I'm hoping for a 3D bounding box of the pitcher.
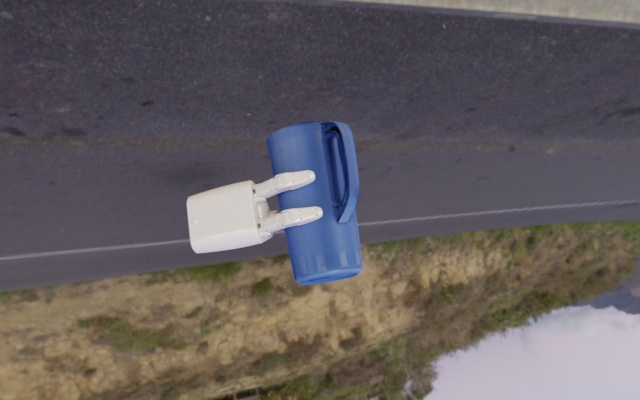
[{"bbox_3d":[0.000,0.003,0.752,0.145,0.242,0.149,-12,-14,8],"label":"pitcher"}]
